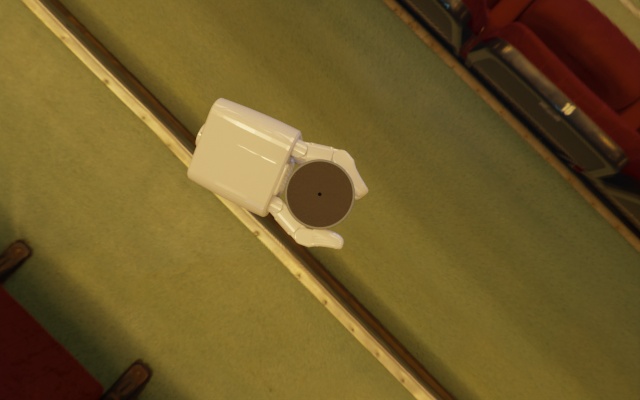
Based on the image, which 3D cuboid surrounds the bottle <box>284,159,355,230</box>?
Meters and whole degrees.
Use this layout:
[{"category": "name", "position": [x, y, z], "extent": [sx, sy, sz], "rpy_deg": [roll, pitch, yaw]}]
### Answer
[{"category": "bottle", "position": [0.000, 0.002, 0.592], "extent": [0.069, 0.069, 0.296], "rpy_deg": [0, -3, 0]}]
